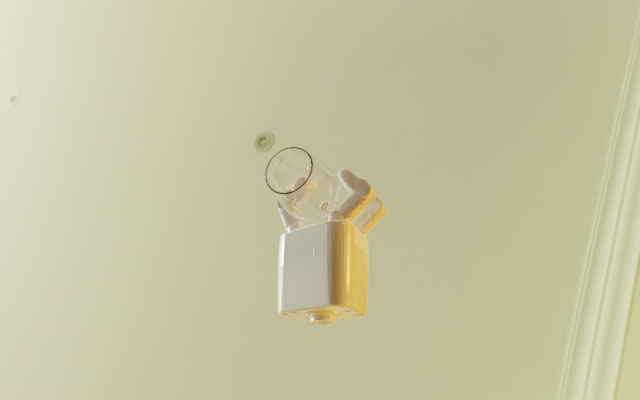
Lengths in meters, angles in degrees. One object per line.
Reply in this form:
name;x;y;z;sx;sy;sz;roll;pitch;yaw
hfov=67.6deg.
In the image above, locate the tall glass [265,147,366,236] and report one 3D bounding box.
tall glass;0.000;0.002;0.640;0.079;0.079;0.201;0;-23;24
